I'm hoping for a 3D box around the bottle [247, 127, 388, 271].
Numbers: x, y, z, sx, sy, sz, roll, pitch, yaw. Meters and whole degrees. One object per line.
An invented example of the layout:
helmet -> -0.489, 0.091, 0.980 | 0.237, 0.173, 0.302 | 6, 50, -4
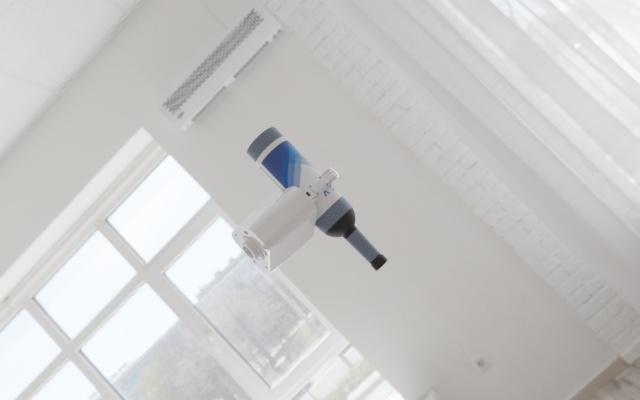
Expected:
bottle -> 0.000, 0.002, 0.804 | 0.069, 0.295, 0.069 | -44, -4, -4
